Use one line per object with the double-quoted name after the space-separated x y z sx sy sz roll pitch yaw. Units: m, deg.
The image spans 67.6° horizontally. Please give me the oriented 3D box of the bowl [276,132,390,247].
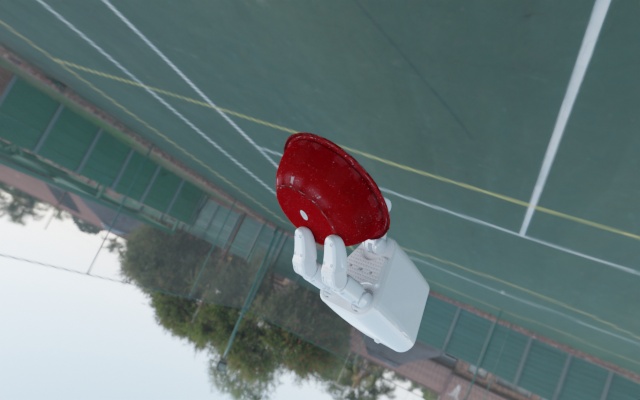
-0.001 0.001 0.555 0.055 0.162 0.162 -44 22 -25 "bowl"
